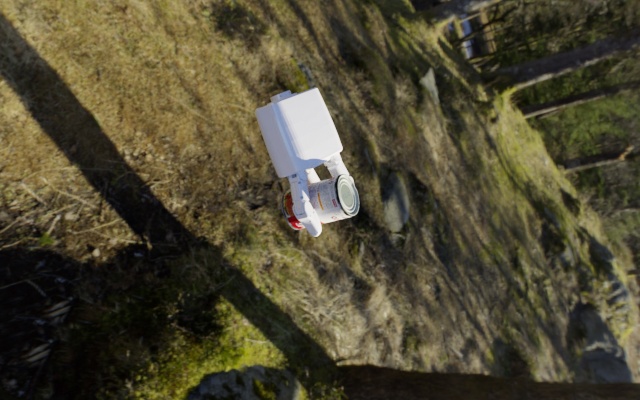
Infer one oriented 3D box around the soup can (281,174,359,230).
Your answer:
[{"bbox_3d":[0.000,0.003,0.740,0.102,0.068,0.068,-15,-8,30],"label":"soup can"}]
